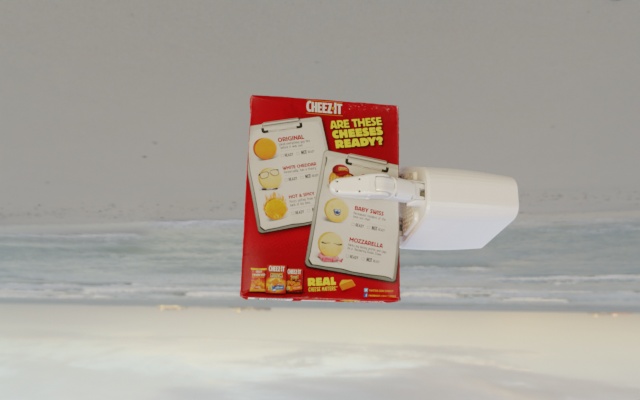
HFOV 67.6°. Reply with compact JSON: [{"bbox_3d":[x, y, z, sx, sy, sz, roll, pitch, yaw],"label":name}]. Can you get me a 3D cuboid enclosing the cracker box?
[{"bbox_3d":[0.000,0.002,0.524,0.164,0.213,0.072,3,-13,-8],"label":"cracker box"}]
